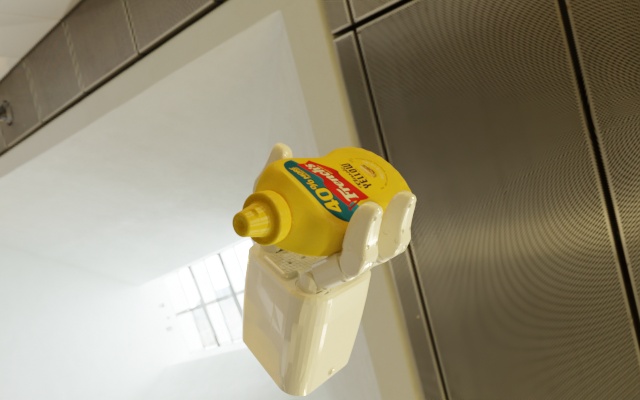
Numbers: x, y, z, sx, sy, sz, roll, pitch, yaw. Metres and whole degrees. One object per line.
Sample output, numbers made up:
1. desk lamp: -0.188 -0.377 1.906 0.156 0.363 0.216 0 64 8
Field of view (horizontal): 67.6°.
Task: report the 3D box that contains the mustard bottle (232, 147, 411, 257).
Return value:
1. mustard bottle: 0.000 0.001 0.412 0.096 0.058 0.191 46 34 20
